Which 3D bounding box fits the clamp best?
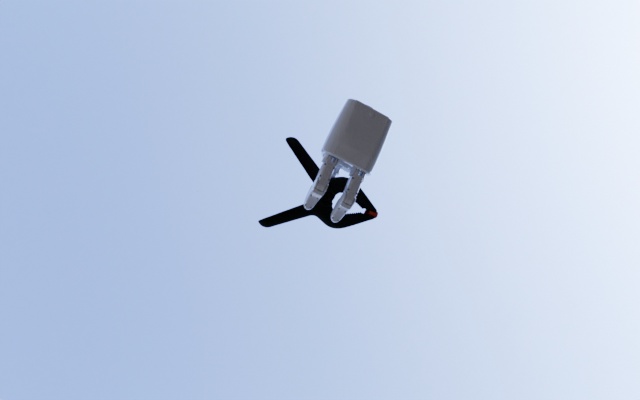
[{"bbox_3d":[0.001,0.003,0.857,0.210,0.164,0.036,26,-2,-14],"label":"clamp"}]
